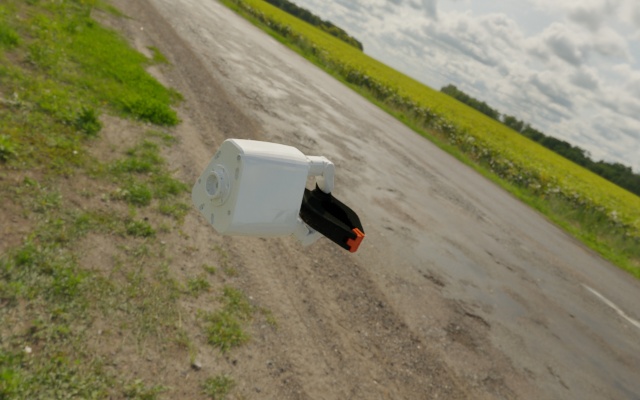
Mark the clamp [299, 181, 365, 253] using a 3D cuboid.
[{"bbox_3d":[0.001,0.002,0.700,0.164,0.036,0.210,2,31,-48],"label":"clamp"}]
